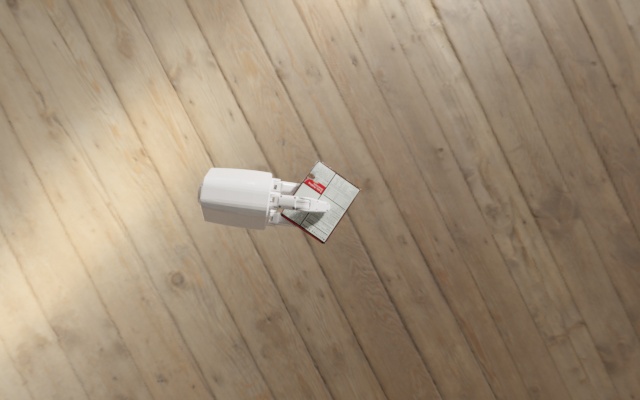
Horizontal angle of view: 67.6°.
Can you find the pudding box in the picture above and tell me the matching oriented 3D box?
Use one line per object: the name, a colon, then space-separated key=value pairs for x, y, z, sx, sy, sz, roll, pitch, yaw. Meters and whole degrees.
pudding box: x=0.000 y=0.003 z=0.794 sx=0.090 sy=0.113 sz=0.039 roll=35 pitch=-4 yaw=-4
